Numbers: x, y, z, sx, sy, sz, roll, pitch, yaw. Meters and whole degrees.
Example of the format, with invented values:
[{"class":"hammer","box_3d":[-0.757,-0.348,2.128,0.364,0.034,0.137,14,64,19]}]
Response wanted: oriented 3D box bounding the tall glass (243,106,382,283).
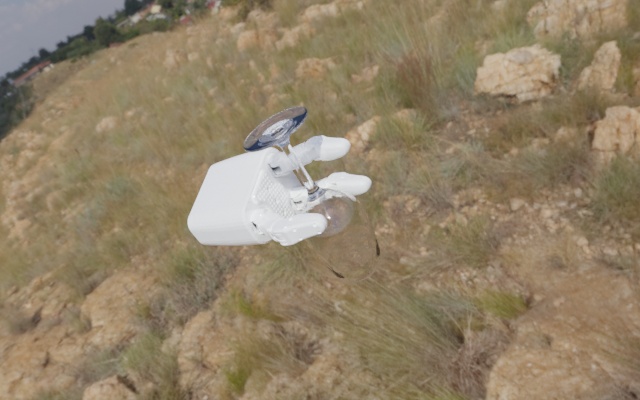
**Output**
[{"class":"tall glass","box_3d":[0.000,0.001,0.524,0.079,0.201,0.079,-24,30,15]}]
